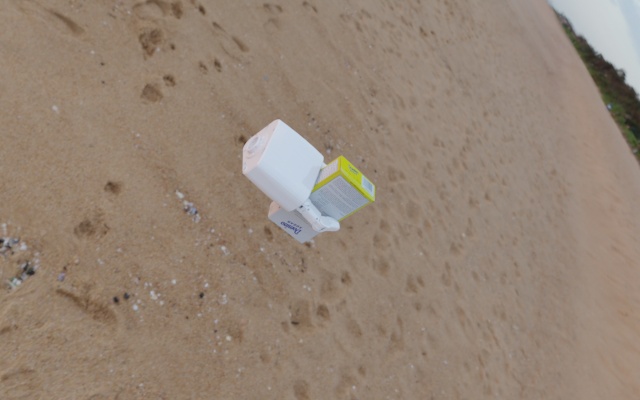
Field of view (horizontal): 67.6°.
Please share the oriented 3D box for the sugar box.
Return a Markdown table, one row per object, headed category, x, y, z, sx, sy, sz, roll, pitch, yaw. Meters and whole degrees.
| category | x | y | z | sx | sy | sz | roll | pitch | yaw |
| --- | --- | --- | --- | --- | --- | --- | --- | --- | --- |
| sugar box | 0.000 | 0.002 | 0.844 | 0.176 | 0.048 | 0.093 | -30 | -56 | 32 |
